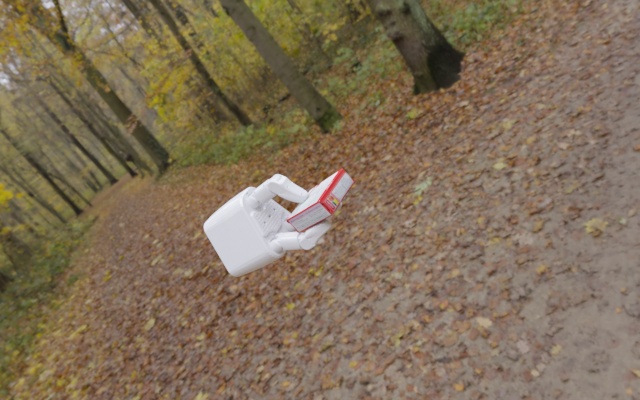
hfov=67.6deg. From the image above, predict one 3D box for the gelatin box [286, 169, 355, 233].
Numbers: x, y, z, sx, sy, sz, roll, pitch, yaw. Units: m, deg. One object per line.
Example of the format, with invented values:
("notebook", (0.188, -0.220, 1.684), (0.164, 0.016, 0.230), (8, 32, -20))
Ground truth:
("gelatin box", (0.000, 0.002, 0.679), (0.089, 0.030, 0.073), (-32, 17, 49))
